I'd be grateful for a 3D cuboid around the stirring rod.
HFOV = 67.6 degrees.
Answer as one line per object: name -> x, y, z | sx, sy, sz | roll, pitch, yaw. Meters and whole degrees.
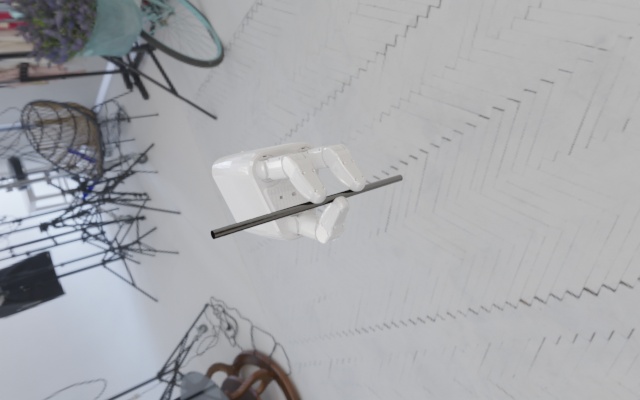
stirring rod -> 0.000, 0.002, 0.480 | 0.239, 0.011, 0.011 | -17, 10, -37
